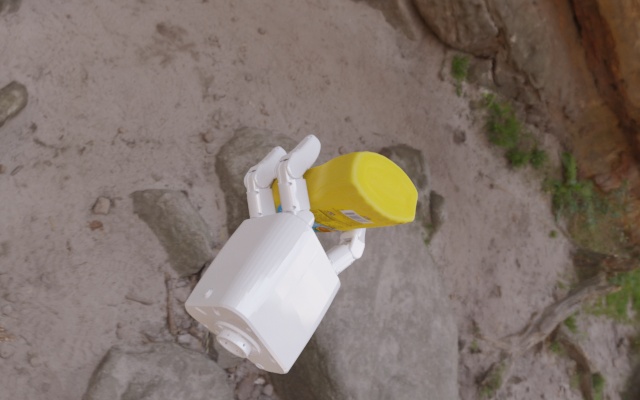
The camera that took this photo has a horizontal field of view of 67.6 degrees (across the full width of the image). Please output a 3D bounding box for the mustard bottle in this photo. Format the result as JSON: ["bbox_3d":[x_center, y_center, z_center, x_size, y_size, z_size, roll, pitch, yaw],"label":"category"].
[{"bbox_3d":[0.000,0.001,0.509,0.096,0.058,0.191,27,-26,-36],"label":"mustard bottle"}]
